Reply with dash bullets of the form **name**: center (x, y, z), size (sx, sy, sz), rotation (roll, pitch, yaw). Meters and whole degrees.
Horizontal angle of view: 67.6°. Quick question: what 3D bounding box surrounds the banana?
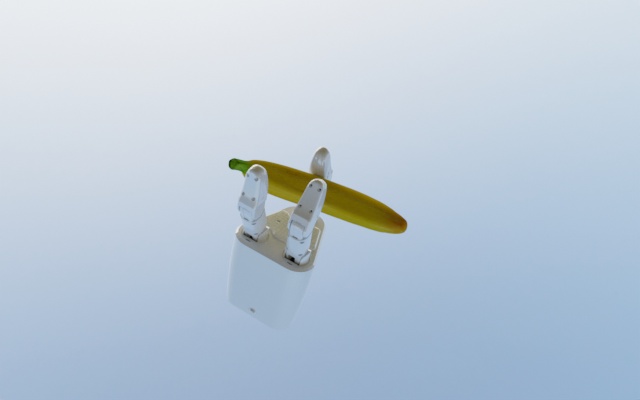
- **banana**: center (-0.003, -0.004, 0.523), size (0.198, 0.037, 0.069), rotation (18, 15, -4)
